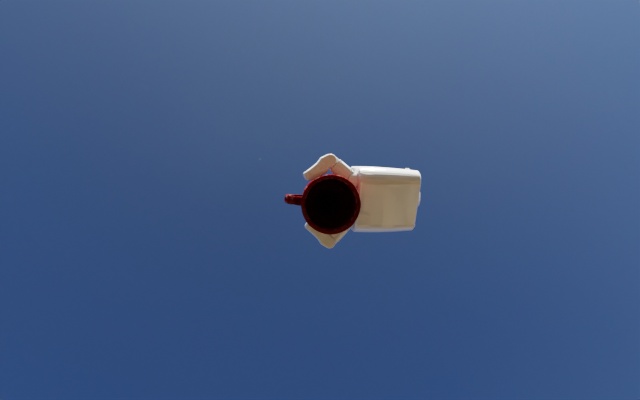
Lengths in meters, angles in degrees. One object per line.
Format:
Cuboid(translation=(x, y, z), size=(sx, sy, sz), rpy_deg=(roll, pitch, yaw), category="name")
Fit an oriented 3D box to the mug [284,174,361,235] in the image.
Cuboid(translation=(-0.001, 0.003, 0.772), size=(0.117, 0.093, 0.081), rpy_deg=(3, 5, -7), category="mug")
